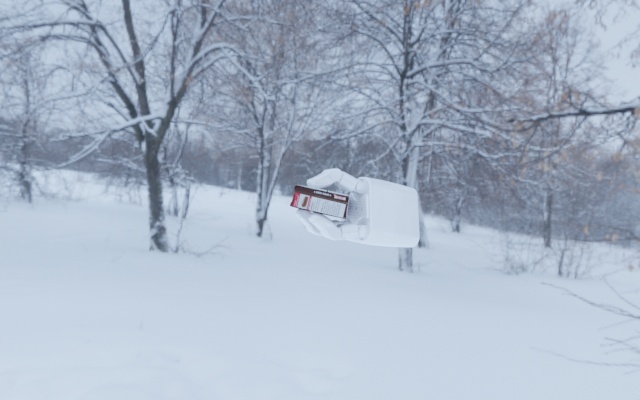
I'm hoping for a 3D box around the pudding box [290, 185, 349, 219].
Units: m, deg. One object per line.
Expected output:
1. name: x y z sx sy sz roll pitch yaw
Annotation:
1. pudding box: 0.000 0.002 0.779 0.090 0.039 0.113 12 -2 1
